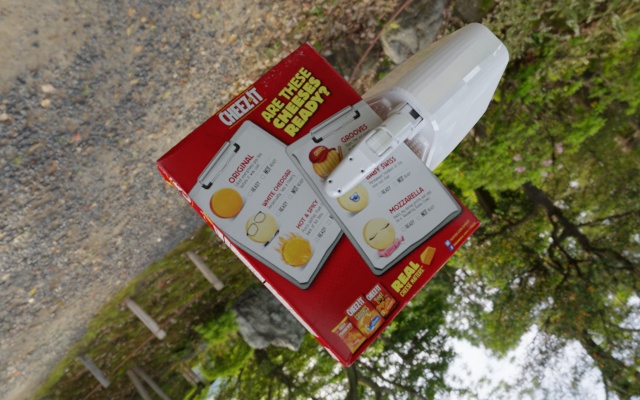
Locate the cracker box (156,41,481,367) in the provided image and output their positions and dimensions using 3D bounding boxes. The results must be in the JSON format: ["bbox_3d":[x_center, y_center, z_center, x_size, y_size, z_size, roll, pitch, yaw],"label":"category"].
[{"bbox_3d":[0.000,0.001,0.406,0.164,0.213,0.072,-43,-3,-16],"label":"cracker box"}]
